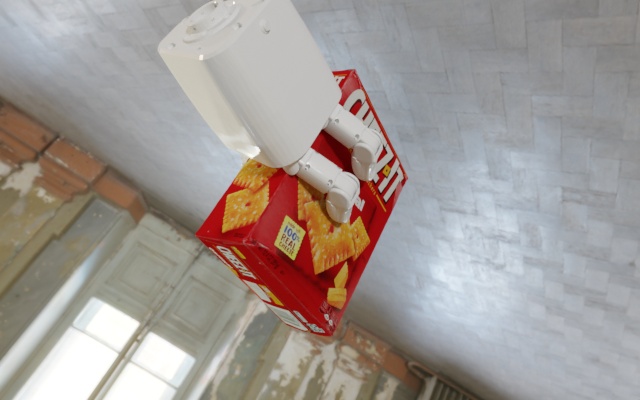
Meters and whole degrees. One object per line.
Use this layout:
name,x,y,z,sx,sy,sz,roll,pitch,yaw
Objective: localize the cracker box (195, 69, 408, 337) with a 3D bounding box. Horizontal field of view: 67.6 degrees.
cracker box,0.000,0.002,0.477,0.072,0.213,0.164,6,-36,38
